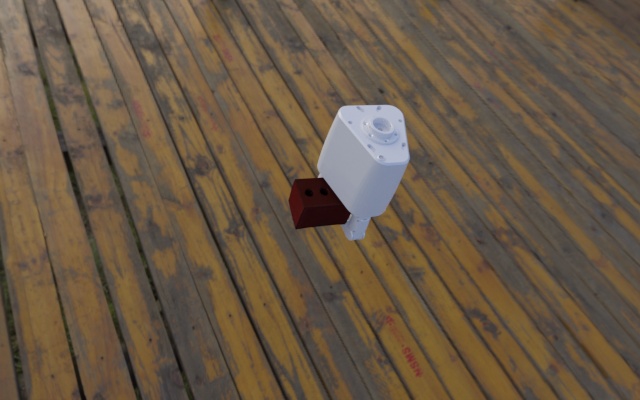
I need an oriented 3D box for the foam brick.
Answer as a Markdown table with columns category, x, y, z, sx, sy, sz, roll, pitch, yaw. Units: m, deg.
| category | x | y | z | sx | sy | sz | roll | pitch | yaw |
| --- | --- | --- | --- | --- | --- | --- | --- | --- | --- |
| foam brick | 0.000 | 0.002 | 0.672 | 0.078 | 0.053 | 0.051 | -6 | -35 | -20 |
